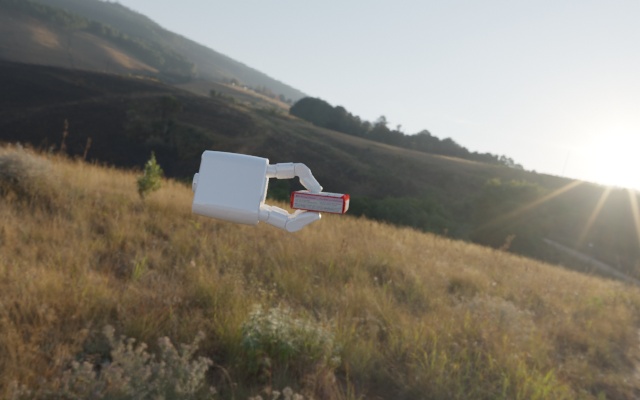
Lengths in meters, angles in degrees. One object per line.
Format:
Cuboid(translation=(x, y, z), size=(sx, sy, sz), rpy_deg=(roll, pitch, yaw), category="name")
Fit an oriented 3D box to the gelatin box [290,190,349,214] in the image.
Cuboid(translation=(0.001, 0.002, 0.798), size=(0.089, 0.030, 0.073), rpy_deg=(6, 5, 8), category="gelatin box")
